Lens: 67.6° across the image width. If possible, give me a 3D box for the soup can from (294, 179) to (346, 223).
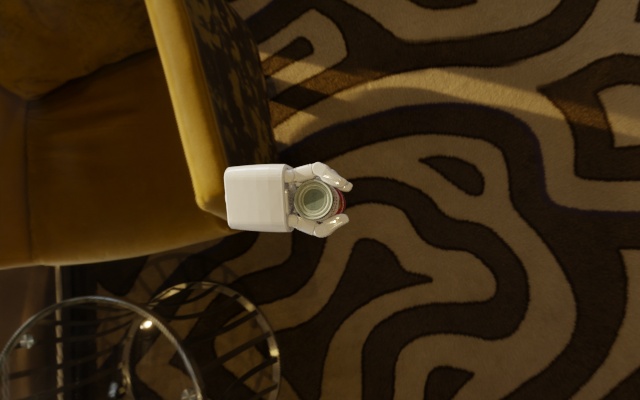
[{"bbox_3d":[0.001,0.003,0.808,0.068,0.068,0.102,0,-5,14],"label":"soup can"}]
